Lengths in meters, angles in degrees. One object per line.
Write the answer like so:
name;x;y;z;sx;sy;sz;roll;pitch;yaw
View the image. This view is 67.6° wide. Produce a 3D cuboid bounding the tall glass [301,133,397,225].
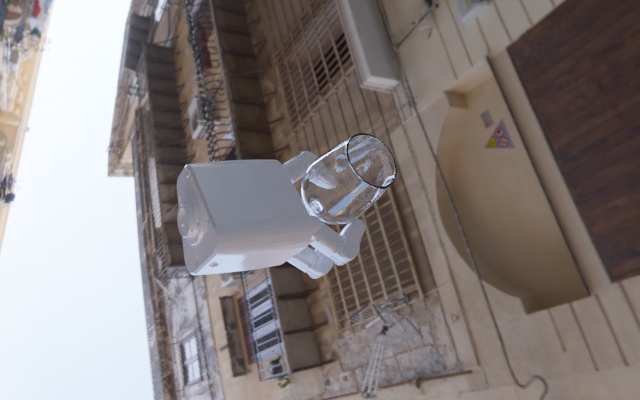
tall glass;0.000;0.002;0.543;0.079;0.079;0.201;0;-25;-35
